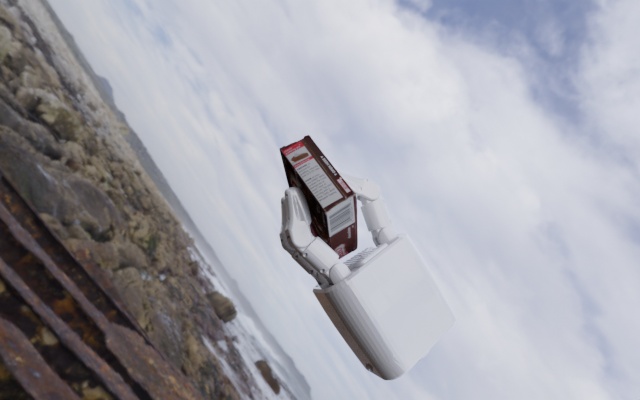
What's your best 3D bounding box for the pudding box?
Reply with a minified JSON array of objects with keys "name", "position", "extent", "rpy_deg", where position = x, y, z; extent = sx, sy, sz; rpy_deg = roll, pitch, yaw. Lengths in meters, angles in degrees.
[{"name":"pudding box","position":[0.000,0.002,0.495],"extent":[0.039,0.090,0.114],"rpy_deg":[-28,-30,-15]}]
